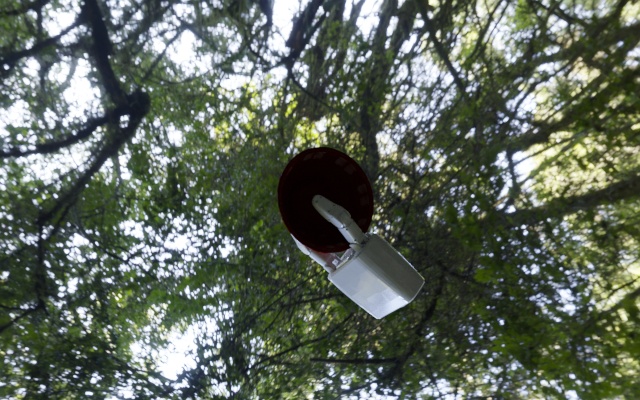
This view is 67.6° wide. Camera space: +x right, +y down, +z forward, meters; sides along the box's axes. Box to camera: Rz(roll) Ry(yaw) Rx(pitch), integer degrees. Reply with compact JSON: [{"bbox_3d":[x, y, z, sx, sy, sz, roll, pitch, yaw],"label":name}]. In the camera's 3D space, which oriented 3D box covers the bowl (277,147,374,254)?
[{"bbox_3d":[-0.001,0.001,0.733,0.162,0.162,0.055,0,-10,-27],"label":"bowl"}]
